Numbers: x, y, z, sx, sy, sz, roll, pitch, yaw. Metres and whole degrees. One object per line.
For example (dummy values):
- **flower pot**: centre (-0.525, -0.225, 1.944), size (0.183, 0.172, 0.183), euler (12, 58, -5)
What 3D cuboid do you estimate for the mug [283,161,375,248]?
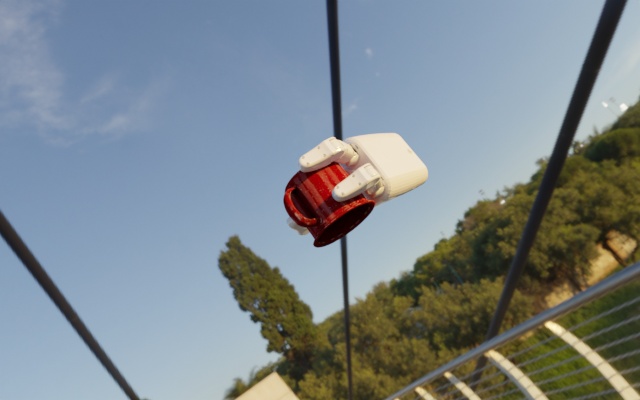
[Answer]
- **mug**: centre (-0.001, 0.002, 0.595), size (0.117, 0.081, 0.093), euler (-16, -27, -47)
